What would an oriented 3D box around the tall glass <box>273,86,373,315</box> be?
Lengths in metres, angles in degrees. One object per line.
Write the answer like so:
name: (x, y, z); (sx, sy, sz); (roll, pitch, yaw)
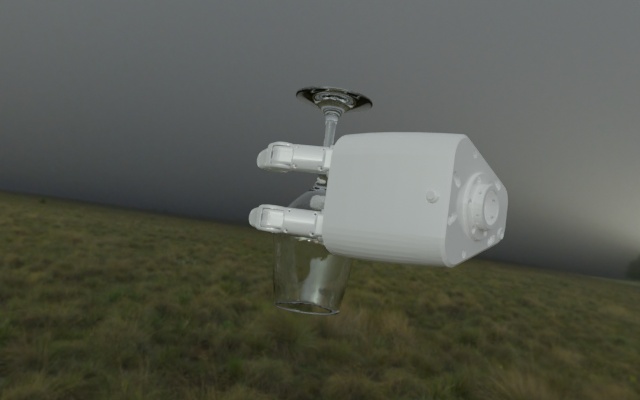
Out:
tall glass: (0.000, 0.001, 0.449); (0.079, 0.201, 0.079); (8, -4, 1)
